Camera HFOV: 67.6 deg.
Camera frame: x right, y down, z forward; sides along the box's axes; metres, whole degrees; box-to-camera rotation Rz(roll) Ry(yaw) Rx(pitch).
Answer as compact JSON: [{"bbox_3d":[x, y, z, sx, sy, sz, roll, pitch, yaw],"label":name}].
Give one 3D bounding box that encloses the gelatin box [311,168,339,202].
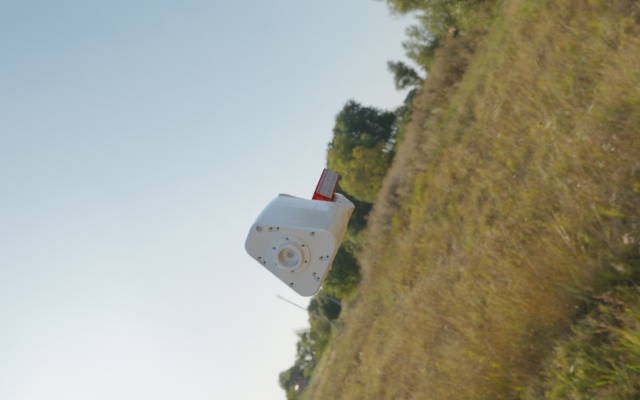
[{"bbox_3d":[0.000,0.002,0.735,0.030,0.073,0.089,20,31,-1],"label":"gelatin box"}]
